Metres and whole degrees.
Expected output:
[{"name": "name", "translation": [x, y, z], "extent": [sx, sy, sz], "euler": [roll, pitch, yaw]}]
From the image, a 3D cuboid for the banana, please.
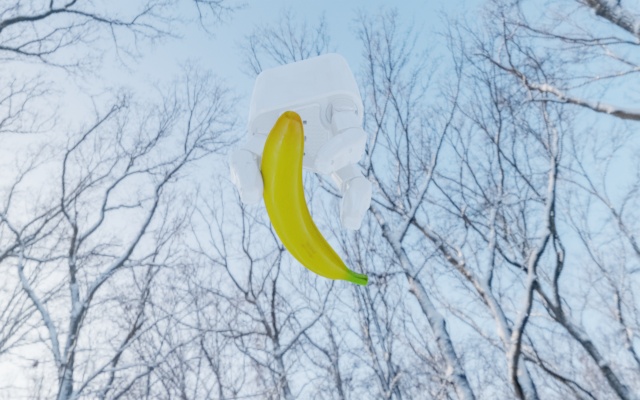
[{"name": "banana", "translation": [-0.016, 0.009, 0.439], "extent": [0.069, 0.198, 0.037], "euler": [-15, 35, 15]}]
